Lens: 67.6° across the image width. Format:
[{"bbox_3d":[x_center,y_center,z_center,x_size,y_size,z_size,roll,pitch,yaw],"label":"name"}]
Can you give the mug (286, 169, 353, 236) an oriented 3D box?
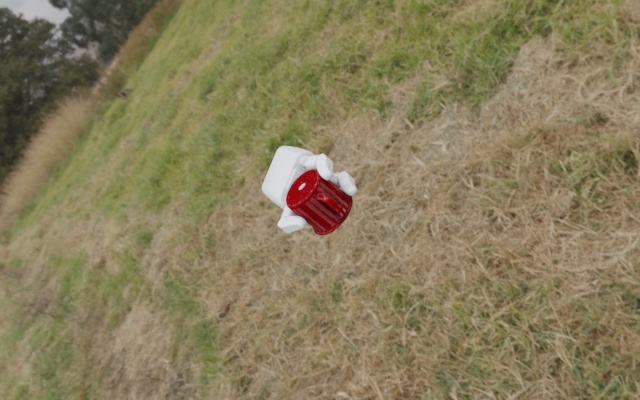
[{"bbox_3d":[0.001,0.003,0.812,0.081,0.093,0.117,40,-8,-29],"label":"mug"}]
